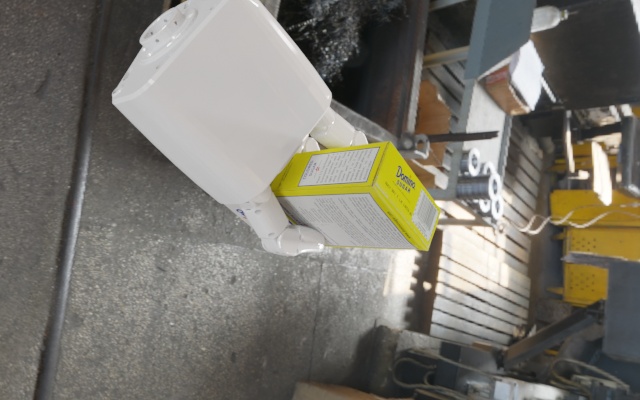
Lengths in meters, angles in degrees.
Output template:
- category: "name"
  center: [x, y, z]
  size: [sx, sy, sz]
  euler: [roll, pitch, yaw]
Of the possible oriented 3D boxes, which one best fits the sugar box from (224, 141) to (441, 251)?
- category: "sugar box"
  center: [0.000, 0.001, 0.404]
  size: [0.176, 0.048, 0.093]
  euler: [1, -33, 42]
